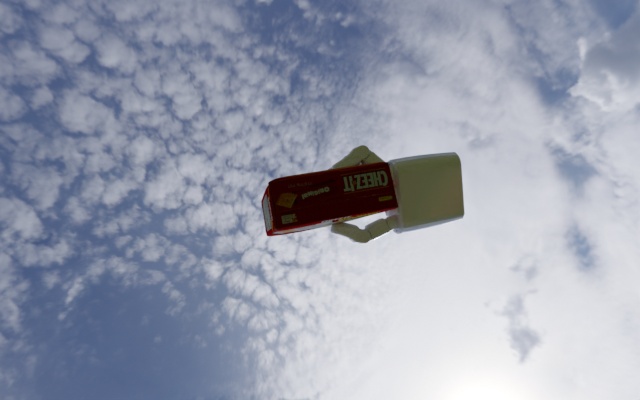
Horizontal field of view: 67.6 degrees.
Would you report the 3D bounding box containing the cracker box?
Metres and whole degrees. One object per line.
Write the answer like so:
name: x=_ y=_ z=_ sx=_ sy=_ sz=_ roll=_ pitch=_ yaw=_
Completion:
cracker box: x=0.000 y=0.003 z=0.706 sx=0.164 sy=0.072 sz=0.214 roll=-10 pitch=-5 yaw=-10
